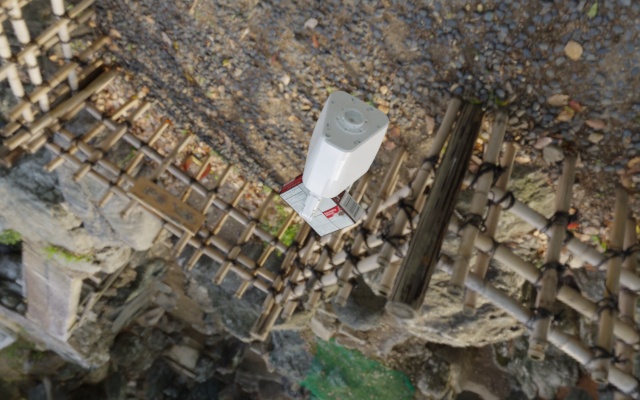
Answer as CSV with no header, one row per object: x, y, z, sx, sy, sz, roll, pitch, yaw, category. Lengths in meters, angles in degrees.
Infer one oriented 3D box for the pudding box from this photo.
0.000,0.003,0.785,0.090,0.113,0.039,-24,26,45,pudding box
